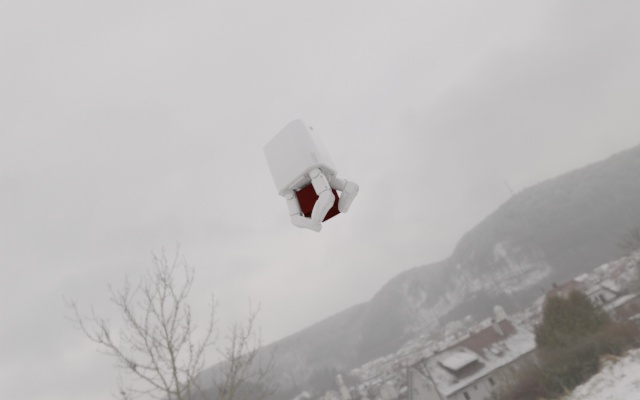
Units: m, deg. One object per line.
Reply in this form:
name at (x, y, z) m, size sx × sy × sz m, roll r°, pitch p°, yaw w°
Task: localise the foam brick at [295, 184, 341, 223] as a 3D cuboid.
foam brick at (0.000, 0.003, 0.889) m, size 0.053 × 0.051 × 0.078 m, roll -28°, pitch -21°, yaw 18°
